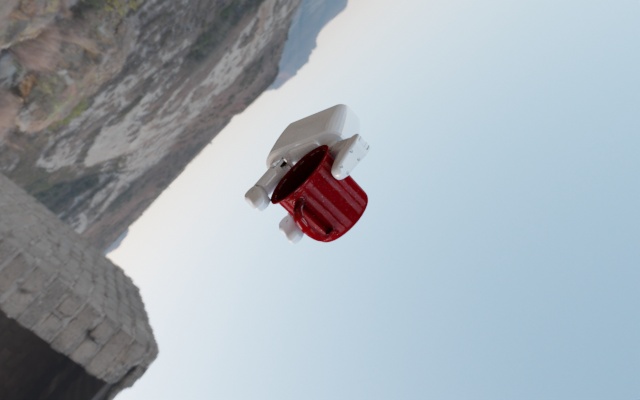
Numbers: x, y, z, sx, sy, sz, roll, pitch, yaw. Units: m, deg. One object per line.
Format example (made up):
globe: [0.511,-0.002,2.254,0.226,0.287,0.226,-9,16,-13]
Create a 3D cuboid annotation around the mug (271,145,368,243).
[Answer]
mug: [0.000,0.003,0.554,0.093,0.081,0.117,-35,21,28]
